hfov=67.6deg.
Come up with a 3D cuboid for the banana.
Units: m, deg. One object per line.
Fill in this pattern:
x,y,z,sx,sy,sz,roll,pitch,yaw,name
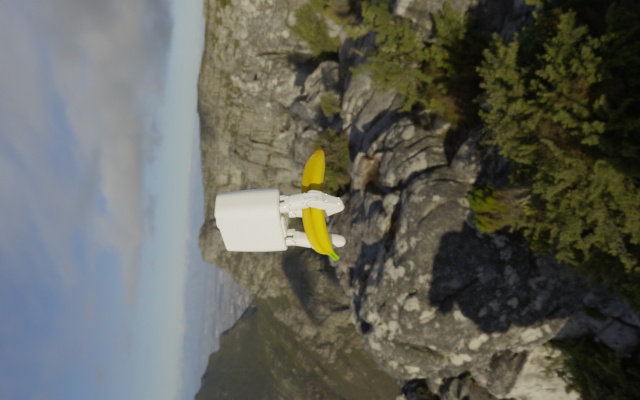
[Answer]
-0.007,0.004,0.806,0.037,0.197,0.069,-10,-10,23,banana
